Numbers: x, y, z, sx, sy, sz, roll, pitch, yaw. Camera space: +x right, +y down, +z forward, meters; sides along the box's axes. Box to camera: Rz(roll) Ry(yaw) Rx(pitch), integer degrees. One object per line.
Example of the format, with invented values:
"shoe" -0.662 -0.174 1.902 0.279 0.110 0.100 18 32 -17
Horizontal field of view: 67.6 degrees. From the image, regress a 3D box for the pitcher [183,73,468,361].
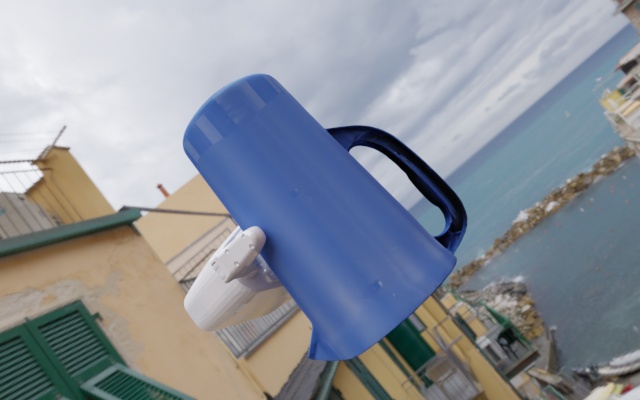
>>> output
"pitcher" 0.000 0.002 0.425 0.149 0.243 0.145 -31 -12 -50
